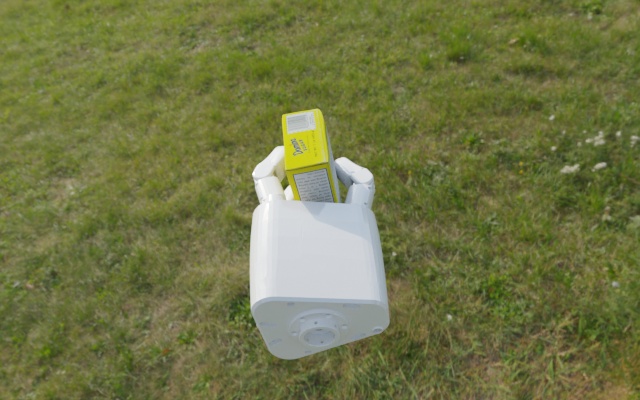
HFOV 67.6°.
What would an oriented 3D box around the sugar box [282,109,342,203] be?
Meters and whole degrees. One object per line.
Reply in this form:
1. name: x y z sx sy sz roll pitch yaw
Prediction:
1. sugar box: 0.000 0.002 0.507 0.048 0.176 0.093 -9 43 3
